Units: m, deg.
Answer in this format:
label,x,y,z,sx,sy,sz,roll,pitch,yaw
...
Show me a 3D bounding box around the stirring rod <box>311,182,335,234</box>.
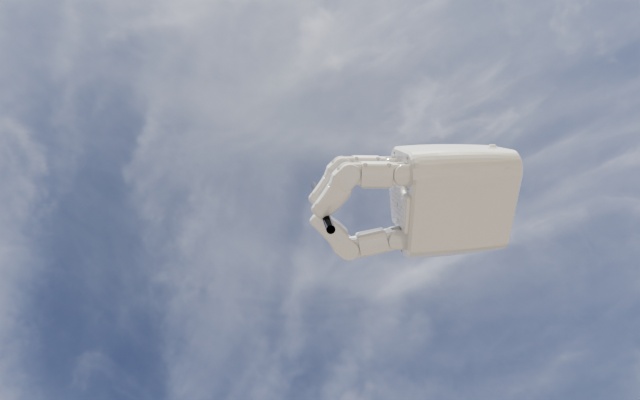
label,x,y,z,sx,sy,sz,roll,pitch,yaw
stirring rod,0.000,0.002,0.527,0.011,0.011,0.239,0,11,-4
